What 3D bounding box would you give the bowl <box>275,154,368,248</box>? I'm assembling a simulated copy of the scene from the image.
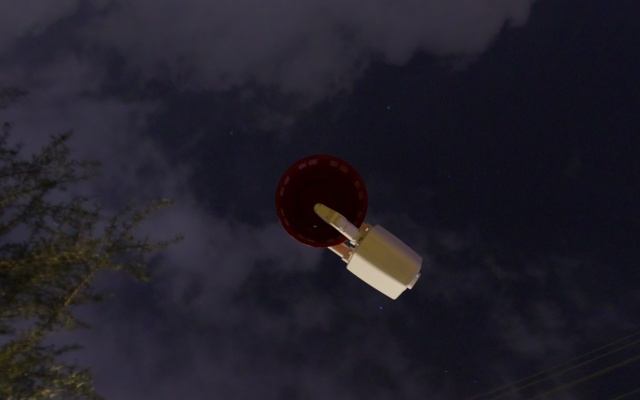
[{"bbox_3d":[-0.001,0.002,0.848,0.162,0.162,0.055,0,-5,-6],"label":"bowl"}]
